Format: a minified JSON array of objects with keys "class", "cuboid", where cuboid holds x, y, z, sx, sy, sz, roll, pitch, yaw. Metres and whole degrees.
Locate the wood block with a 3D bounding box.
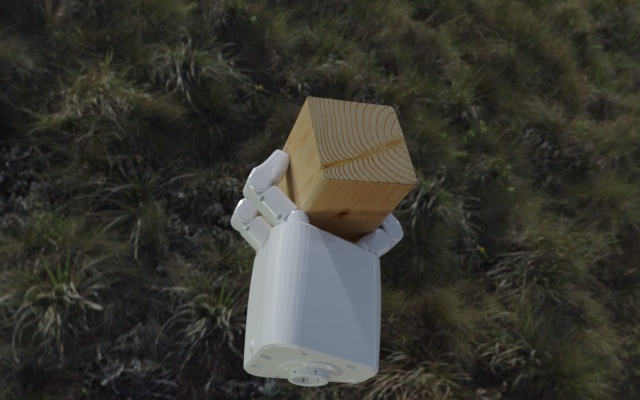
[{"class":"wood block","cuboid":[0.000,0.002,0.489,0.091,0.090,0.206,2,-32,-23]}]
